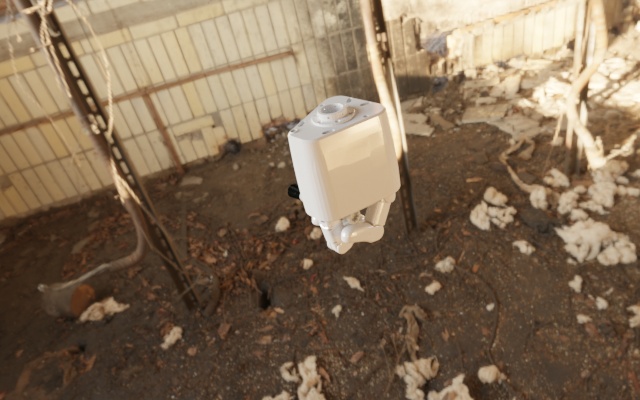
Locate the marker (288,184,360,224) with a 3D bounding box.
[{"bbox_3d":[0.000,0.002,0.601,0.020,0.020,0.121,0,17,-45],"label":"marker"}]
